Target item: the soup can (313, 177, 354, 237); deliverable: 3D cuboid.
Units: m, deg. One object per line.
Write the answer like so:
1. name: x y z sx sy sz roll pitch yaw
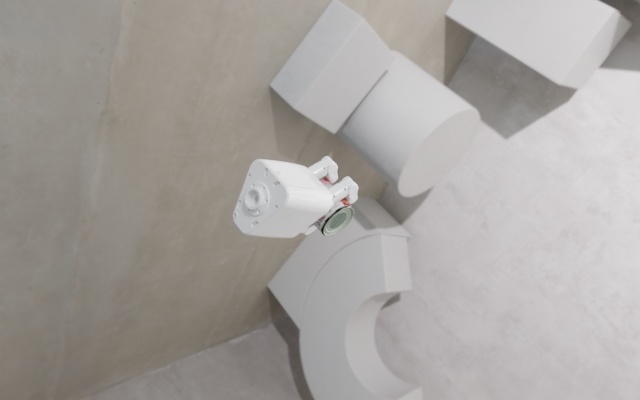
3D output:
1. soup can: 0.001 0.003 0.802 0.068 0.068 0.102 0 40 -51
